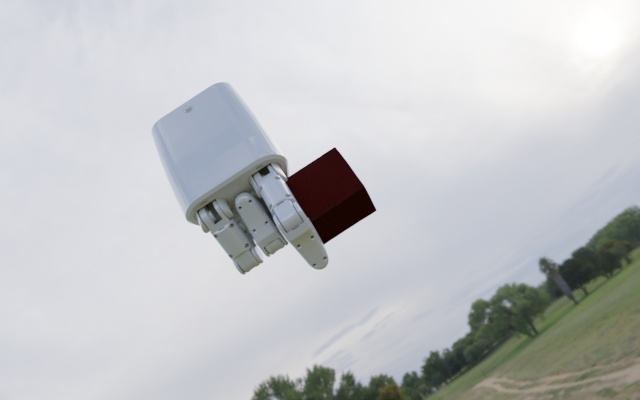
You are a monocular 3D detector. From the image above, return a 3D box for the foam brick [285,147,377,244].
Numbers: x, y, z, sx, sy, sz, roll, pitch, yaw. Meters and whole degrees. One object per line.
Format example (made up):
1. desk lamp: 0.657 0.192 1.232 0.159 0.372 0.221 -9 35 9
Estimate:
1. foam brick: 0.000 0.001 0.422 0.078 0.051 0.053 -33 -30 0
